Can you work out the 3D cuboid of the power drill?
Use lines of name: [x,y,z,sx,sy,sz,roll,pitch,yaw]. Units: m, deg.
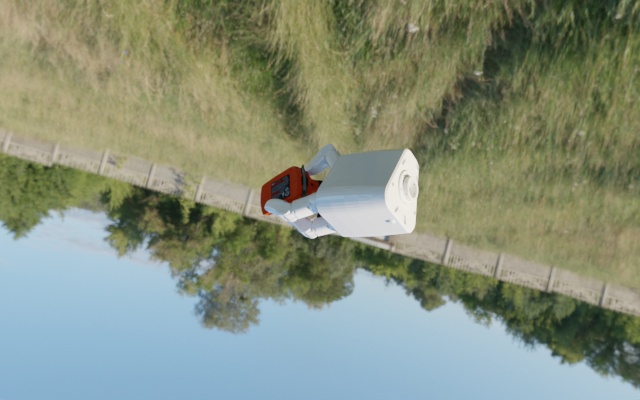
power drill: [0.000,0.002,0.780,0.188,0.057,0.184,8,-24,-36]
